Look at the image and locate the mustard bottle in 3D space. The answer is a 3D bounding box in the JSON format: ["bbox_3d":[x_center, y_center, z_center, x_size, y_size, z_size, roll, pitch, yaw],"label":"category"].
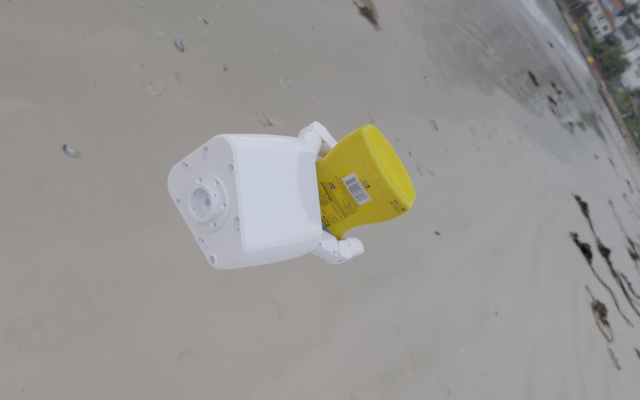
[{"bbox_3d":[0.000,0.002,0.525,0.192,0.096,0.058,-27,12,32],"label":"mustard bottle"}]
